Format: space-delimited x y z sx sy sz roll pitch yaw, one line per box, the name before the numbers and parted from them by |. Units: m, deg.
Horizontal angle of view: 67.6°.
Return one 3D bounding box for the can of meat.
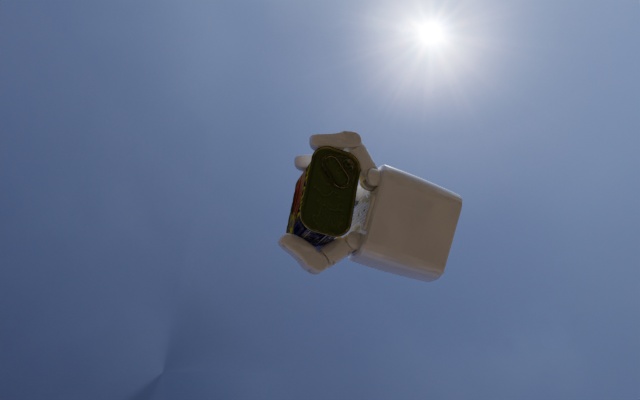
can of meat | 0.000 0.002 0.549 0.057 0.102 0.084 16 -23 -12
